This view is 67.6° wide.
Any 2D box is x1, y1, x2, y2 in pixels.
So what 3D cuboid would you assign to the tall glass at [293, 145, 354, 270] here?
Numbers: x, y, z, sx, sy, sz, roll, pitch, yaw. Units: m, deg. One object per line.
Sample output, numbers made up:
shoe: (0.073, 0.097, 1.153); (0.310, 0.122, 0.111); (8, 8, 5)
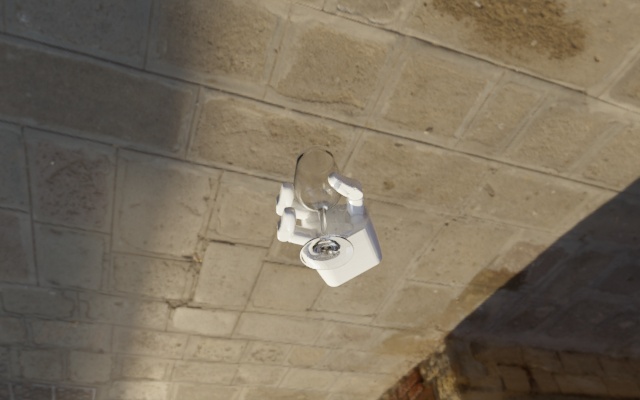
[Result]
tall glass: (0.000, 0.003, 0.716); (0.079, 0.200, 0.079); (-4, -45, -4)
